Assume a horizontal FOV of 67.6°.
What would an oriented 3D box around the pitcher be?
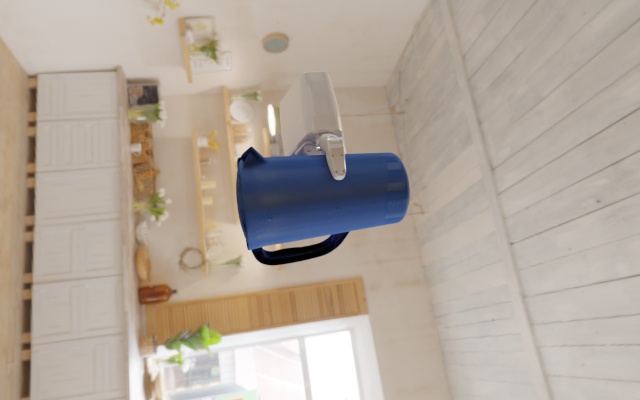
[{"bbox_3d":[0.000,0.002,0.705,0.243,0.145,0.149,-6,-20,-12],"label":"pitcher"}]
